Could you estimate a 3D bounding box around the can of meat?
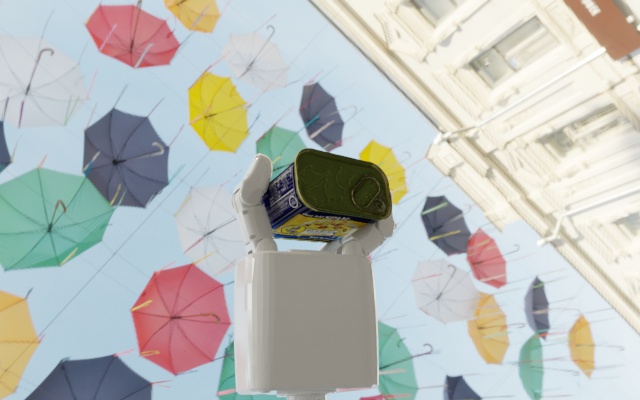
[{"bbox_3d":[0.000,0.001,0.443,0.102,0.057,0.084,9,-27,-33],"label":"can of meat"}]
